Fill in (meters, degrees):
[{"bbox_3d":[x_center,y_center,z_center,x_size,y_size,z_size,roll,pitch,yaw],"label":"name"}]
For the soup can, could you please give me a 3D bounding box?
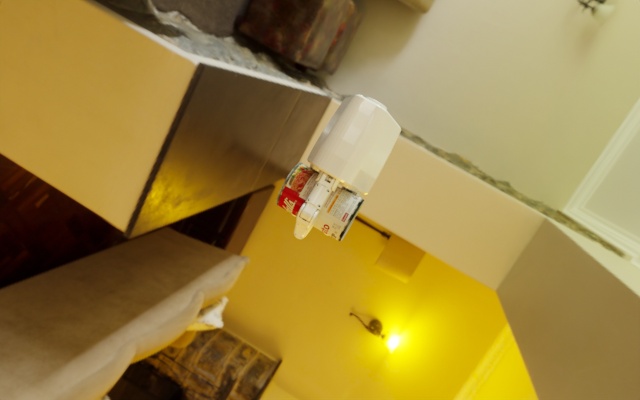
[{"bbox_3d":[0.000,0.003,0.650,0.102,0.068,0.068,30,4,6],"label":"soup can"}]
